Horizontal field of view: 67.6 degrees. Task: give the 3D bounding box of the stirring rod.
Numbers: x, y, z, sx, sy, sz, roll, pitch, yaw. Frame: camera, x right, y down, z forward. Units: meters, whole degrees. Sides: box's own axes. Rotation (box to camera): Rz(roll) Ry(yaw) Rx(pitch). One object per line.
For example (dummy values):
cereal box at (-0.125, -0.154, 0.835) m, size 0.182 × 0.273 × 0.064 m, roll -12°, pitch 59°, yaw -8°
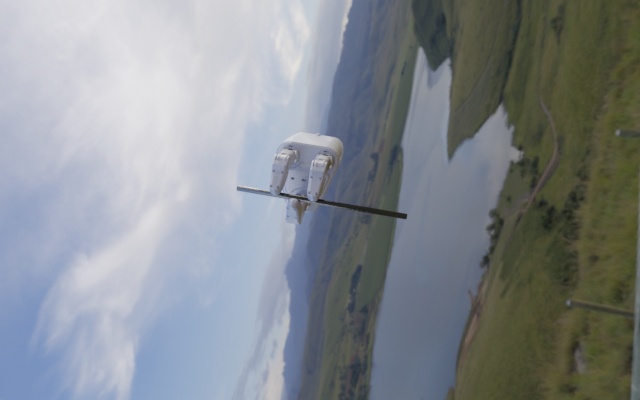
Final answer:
stirring rod at (0.000, 0.002, 0.666) m, size 0.239 × 0.011 × 0.011 m, roll 10°, pitch 1°, yaw 6°
